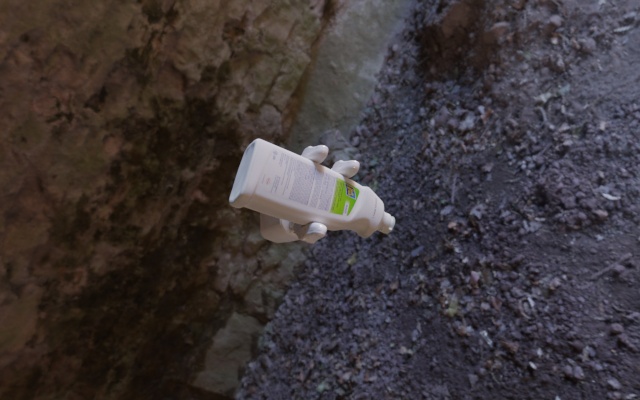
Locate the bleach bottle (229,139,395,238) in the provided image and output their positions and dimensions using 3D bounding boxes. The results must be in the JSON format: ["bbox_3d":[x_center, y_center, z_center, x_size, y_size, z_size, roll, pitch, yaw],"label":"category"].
[{"bbox_3d":[0.000,0.002,0.706,0.251,0.102,0.068,22,-21,-22],"label":"bleach bottle"}]
